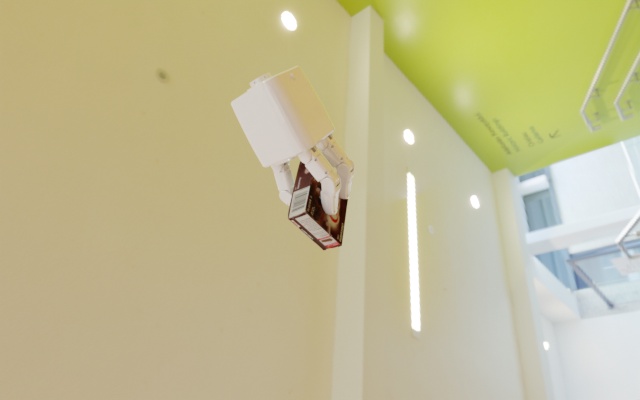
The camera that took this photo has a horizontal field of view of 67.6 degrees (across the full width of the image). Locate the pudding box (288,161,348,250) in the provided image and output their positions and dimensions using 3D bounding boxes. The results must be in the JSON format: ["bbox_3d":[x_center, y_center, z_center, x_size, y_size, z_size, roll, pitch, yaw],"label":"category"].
[{"bbox_3d":[0.000,0.002,0.702,0.039,0.113,0.090,-18,-46,34],"label":"pudding box"}]
